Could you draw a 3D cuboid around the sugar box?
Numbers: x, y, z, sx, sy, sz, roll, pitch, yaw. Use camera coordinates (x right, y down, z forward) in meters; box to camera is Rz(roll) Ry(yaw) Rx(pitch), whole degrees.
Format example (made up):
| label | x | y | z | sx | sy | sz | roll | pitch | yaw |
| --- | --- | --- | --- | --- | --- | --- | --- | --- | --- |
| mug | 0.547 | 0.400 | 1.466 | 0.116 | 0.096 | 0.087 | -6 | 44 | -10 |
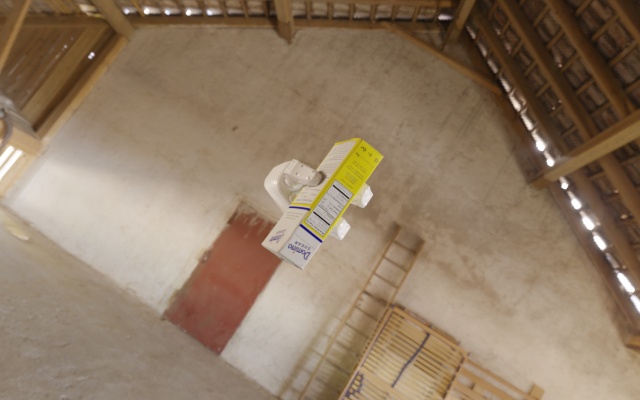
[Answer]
| label | x | y | z | sx | sy | sz | roll | pitch | yaw |
| --- | --- | --- | --- | --- | --- | --- | --- | --- | --- |
| sugar box | 0.001 | 0.002 | 0.617 | 0.048 | 0.176 | 0.093 | 37 | -10 | -16 |
